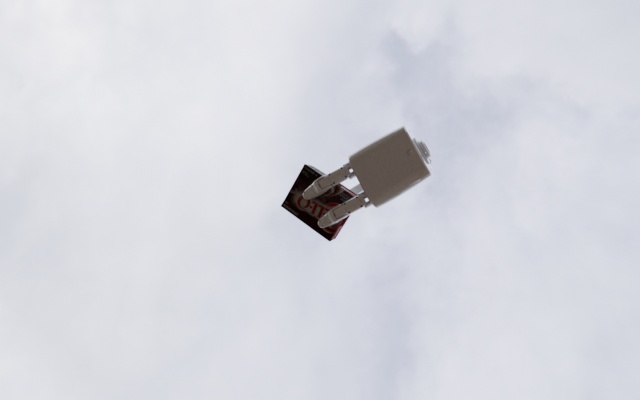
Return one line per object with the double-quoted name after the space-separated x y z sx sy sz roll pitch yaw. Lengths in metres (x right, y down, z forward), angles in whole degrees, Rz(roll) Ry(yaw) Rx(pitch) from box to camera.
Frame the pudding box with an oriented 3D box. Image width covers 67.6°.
0.000 0.003 0.833 0.113 0.090 0.039 35 15 17 "pudding box"
